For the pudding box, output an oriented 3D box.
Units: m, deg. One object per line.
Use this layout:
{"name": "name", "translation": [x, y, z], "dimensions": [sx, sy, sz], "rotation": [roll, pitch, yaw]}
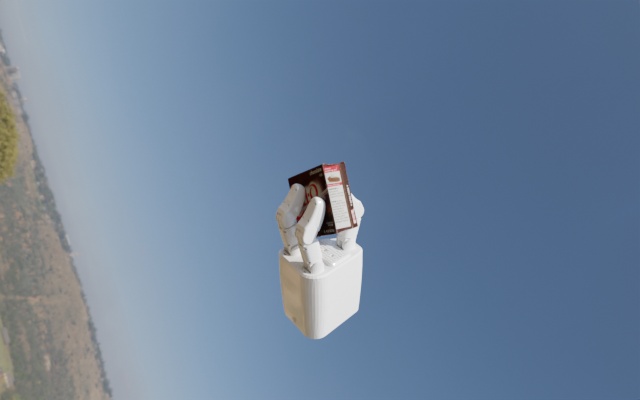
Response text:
{"name": "pudding box", "translation": [0.000, 0.002, 0.644], "dimensions": [0.039, 0.090, 0.113], "rotation": [-12, -2, -30]}
